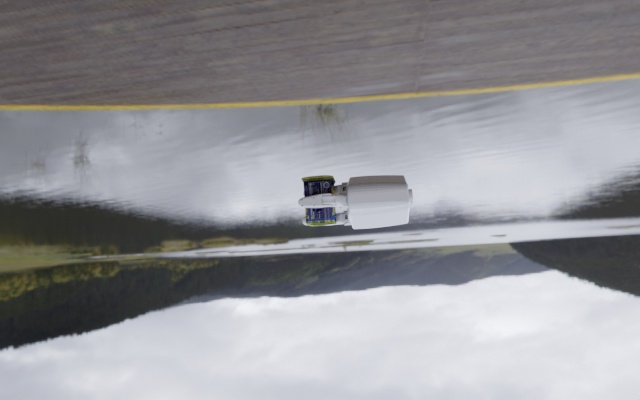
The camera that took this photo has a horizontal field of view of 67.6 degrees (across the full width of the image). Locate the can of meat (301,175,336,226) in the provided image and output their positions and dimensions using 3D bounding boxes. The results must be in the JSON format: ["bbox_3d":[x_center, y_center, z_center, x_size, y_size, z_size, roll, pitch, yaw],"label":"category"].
[{"bbox_3d":[0.000,0.003,0.875,0.057,0.084,0.102,-4,-5,5],"label":"can of meat"}]
